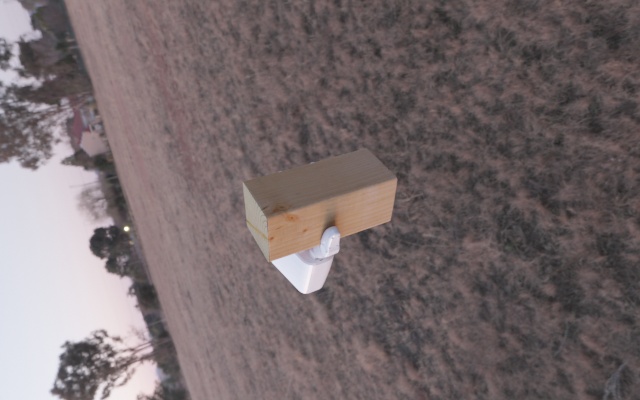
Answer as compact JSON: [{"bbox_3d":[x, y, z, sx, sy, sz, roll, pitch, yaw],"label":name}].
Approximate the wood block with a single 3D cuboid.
[{"bbox_3d":[0.000,0.003,0.712,0.206,0.090,0.090,-17,44,-22],"label":"wood block"}]
